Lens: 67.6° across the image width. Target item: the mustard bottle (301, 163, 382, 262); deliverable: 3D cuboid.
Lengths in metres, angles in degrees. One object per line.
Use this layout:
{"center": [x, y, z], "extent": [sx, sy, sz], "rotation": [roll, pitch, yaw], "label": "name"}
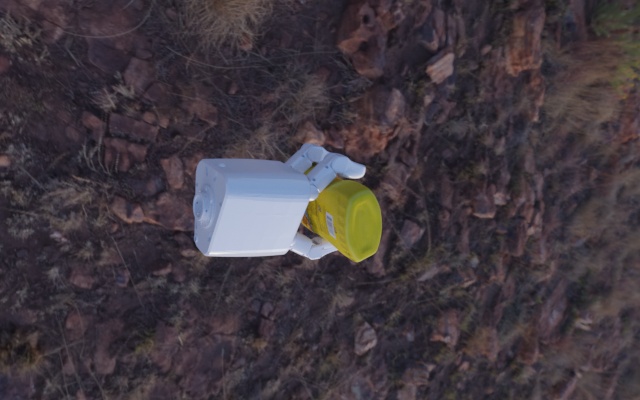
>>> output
{"center": [0.001, 0.002, 0.638], "extent": [0.058, 0.096, 0.191], "rotation": [-25, 32, -25], "label": "mustard bottle"}
